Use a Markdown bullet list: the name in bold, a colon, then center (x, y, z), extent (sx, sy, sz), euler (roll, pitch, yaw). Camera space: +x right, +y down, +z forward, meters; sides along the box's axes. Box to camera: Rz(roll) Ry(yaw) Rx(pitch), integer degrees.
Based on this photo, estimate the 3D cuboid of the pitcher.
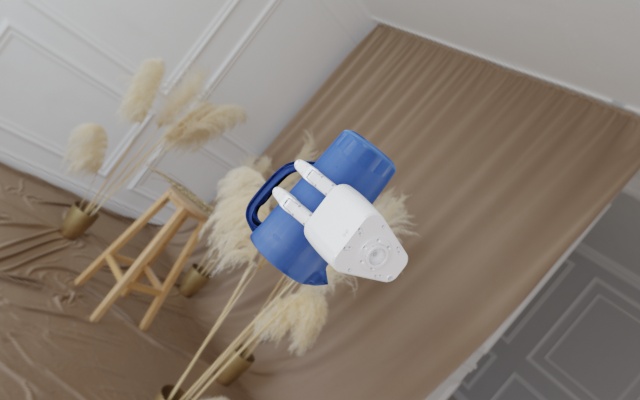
- **pitcher**: center (0.000, 0.003, 0.778), extent (0.149, 0.243, 0.145), euler (36, 5, -29)
